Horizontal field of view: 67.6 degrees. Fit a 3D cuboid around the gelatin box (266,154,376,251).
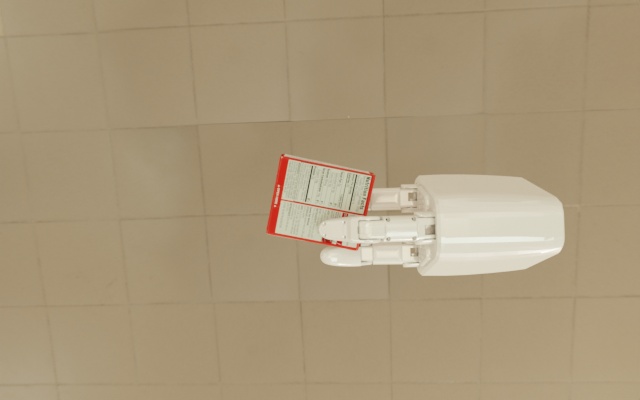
[{"bbox_3d":[0.000,0.001,0.442,0.089,0.073,0.030,11,9,-3],"label":"gelatin box"}]
